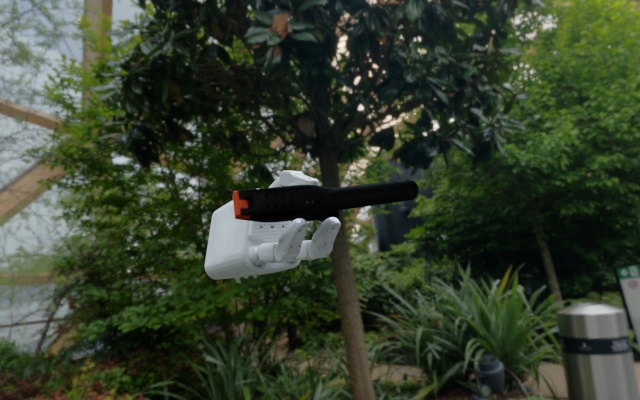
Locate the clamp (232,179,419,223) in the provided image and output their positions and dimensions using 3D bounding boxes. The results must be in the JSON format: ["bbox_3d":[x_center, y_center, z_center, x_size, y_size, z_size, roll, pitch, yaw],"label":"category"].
[{"bbox_3d":[-0.001,0.001,0.557,0.210,0.036,0.164,2,-16,-44],"label":"clamp"}]
